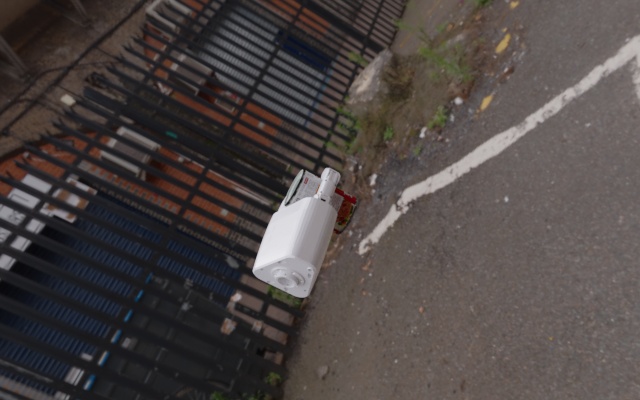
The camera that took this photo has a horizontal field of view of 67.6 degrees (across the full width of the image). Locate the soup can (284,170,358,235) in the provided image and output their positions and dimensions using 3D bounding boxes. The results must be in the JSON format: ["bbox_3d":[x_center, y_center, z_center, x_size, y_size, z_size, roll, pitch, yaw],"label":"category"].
[{"bbox_3d":[0.000,0.002,0.771,0.102,0.068,0.068,28,-6,-11],"label":"soup can"}]
